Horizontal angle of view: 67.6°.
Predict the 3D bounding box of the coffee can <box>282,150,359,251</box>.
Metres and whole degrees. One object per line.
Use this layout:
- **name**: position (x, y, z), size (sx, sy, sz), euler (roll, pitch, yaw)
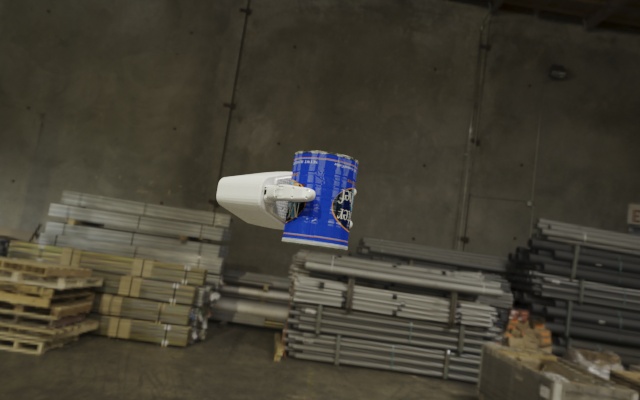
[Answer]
- **coffee can**: position (0.000, 0.003, 0.745), size (0.103, 0.140, 0.103), euler (8, -6, 1)
